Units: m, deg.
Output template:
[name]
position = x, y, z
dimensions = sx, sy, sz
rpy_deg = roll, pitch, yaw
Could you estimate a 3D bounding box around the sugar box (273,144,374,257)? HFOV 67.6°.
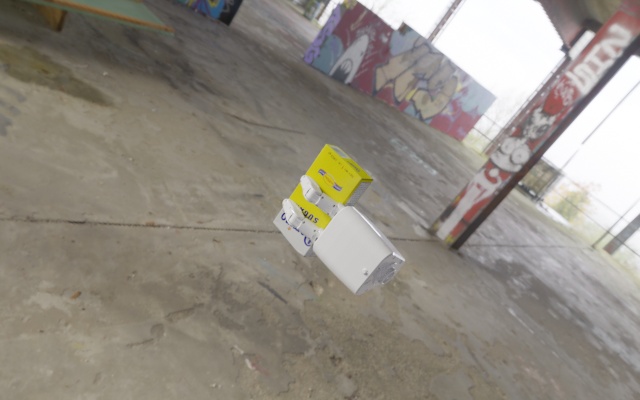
[sugar box]
position = 0.000, 0.003, 0.804
dimensions = 0.093, 0.176, 0.048
rpy_deg = 46, 23, 26
